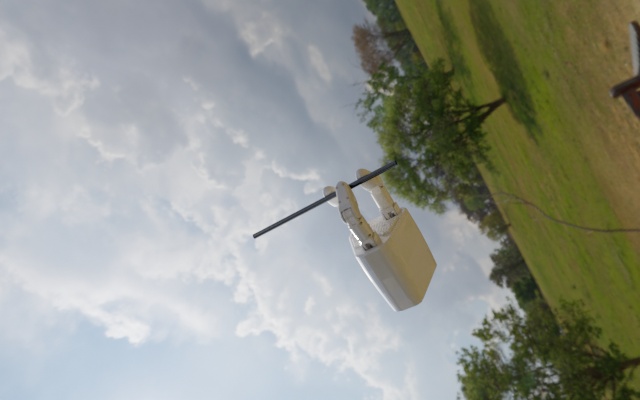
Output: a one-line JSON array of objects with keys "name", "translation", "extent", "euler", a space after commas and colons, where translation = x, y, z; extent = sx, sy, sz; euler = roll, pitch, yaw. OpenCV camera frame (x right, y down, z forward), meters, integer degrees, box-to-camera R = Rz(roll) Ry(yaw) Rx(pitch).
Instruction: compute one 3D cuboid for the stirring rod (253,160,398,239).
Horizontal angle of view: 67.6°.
[{"name": "stirring rod", "translation": [0.000, 0.002, 0.671], "extent": [0.239, 0.011, 0.011], "euler": [-28, -11, 21]}]
